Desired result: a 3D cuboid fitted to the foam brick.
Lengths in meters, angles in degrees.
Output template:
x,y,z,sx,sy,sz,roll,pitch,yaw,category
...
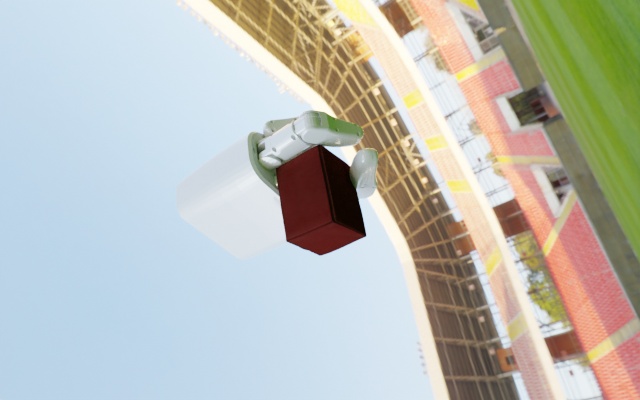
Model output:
x,y,z,sx,sy,sz,roll,pitch,yaw,category
0.000,0.002,0.423,0.051,0.078,0.053,-27,-34,26,foam brick
